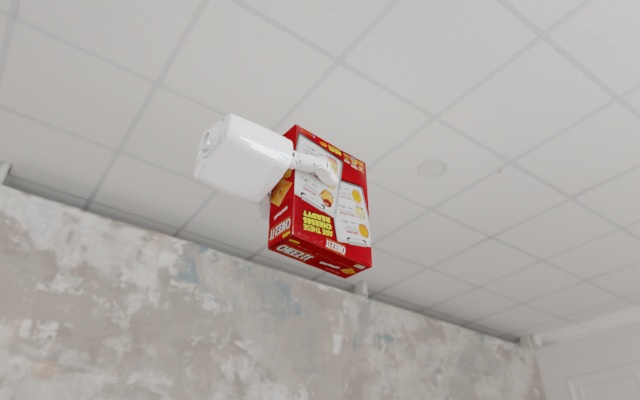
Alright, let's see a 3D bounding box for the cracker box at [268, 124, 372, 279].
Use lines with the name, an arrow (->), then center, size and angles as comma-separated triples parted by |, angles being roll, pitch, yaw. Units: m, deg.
cracker box -> 0.000, 0.002, 0.789 | 0.164, 0.213, 0.072 | 26, -41, -32
